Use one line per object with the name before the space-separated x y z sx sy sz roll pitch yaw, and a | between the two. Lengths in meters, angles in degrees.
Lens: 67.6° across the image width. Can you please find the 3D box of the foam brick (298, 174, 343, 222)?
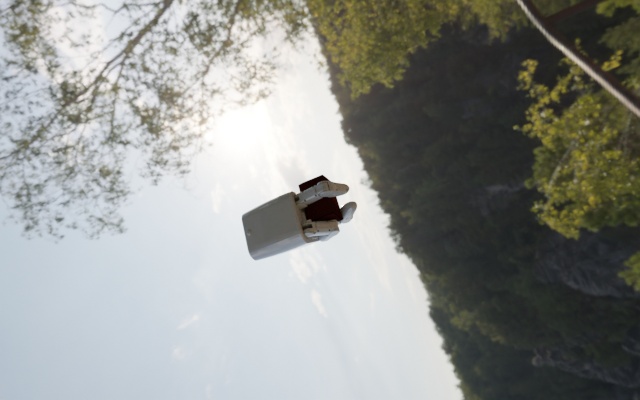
foam brick | 0.000 0.003 0.853 0.051 0.078 0.053 -22 -24 15
